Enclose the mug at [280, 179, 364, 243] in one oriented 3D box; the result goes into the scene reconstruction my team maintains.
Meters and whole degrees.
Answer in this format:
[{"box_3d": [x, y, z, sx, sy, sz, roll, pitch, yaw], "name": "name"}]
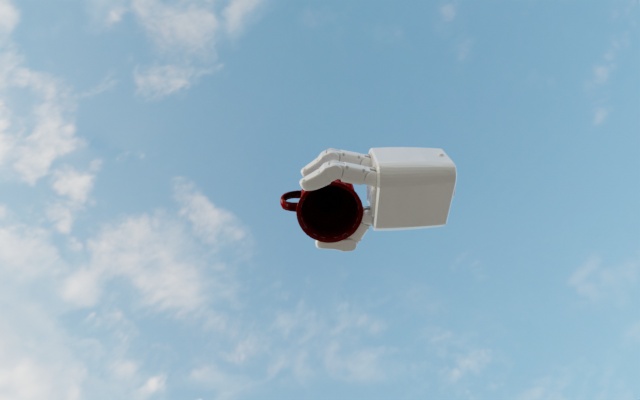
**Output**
[{"box_3d": [-0.001, 0.002, 0.696, 0.117, 0.093, 0.081, 0, 22, -1], "name": "mug"}]
